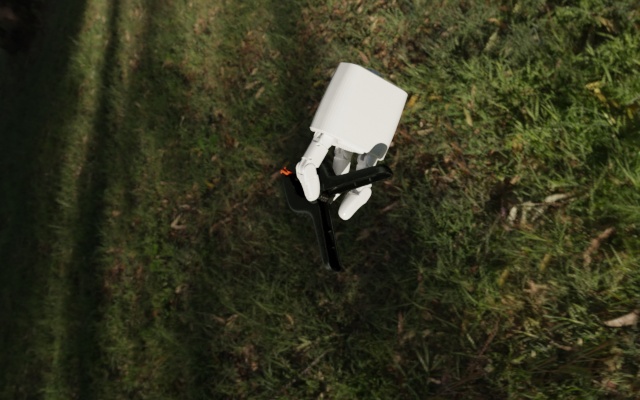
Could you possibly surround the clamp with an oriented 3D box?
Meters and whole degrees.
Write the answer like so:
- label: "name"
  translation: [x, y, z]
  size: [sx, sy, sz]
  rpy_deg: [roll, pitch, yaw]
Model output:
- label: "clamp"
  translation: [-0.001, 0.002, 0.713]
  size: [0.036, 0.164, 0.210]
  rpy_deg: [24, 1, -42]
